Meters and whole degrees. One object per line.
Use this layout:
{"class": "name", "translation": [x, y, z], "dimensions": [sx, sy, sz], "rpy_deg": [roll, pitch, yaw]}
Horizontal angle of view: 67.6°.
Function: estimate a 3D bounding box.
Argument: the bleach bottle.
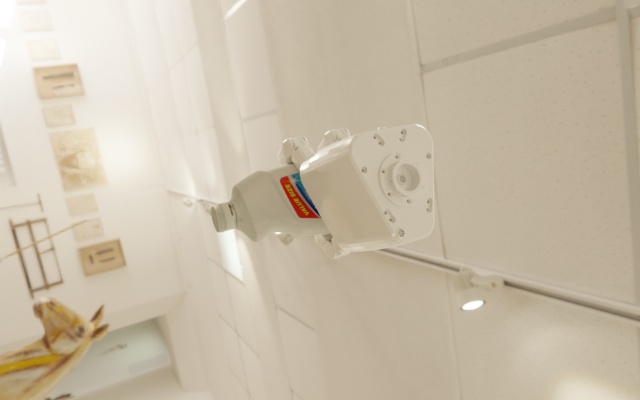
{"class": "bleach bottle", "translation": [0.000, 0.002, 0.560], "dimensions": [0.251, 0.102, 0.068], "rpy_deg": [-14, -3, -25]}
